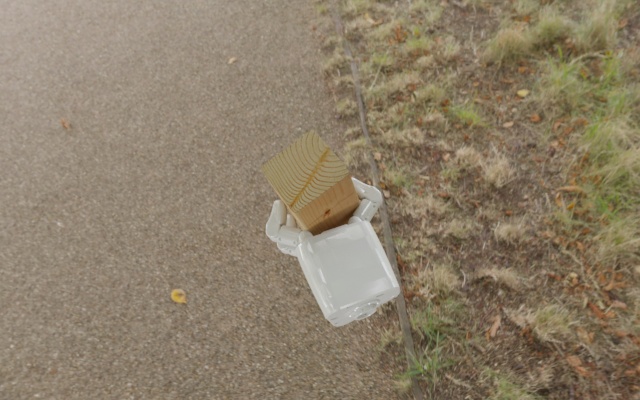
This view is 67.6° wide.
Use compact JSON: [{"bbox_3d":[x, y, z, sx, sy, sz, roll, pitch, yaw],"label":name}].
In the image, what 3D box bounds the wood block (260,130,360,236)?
[{"bbox_3d":[0.001,0.002,0.706,0.091,0.090,0.206,-36,-27,-5],"label":"wood block"}]
